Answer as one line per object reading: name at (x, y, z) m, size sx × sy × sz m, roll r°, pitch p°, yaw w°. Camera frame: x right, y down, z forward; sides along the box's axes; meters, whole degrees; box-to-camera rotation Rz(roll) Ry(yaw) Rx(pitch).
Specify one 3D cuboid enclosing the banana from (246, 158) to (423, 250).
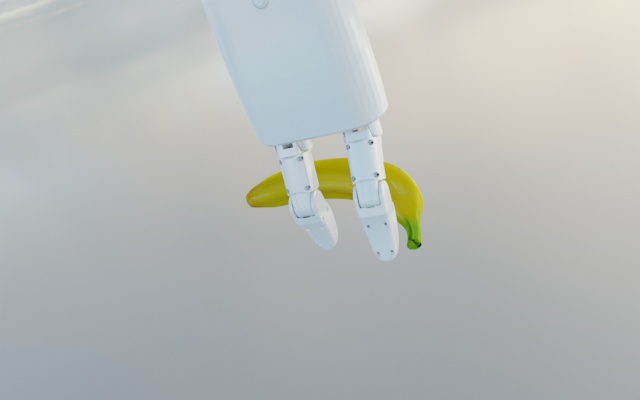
banana at (0.014, -0.010, 0.419) m, size 0.198 × 0.037 × 0.069 m, roll 11°, pitch 47°, yaw 43°
